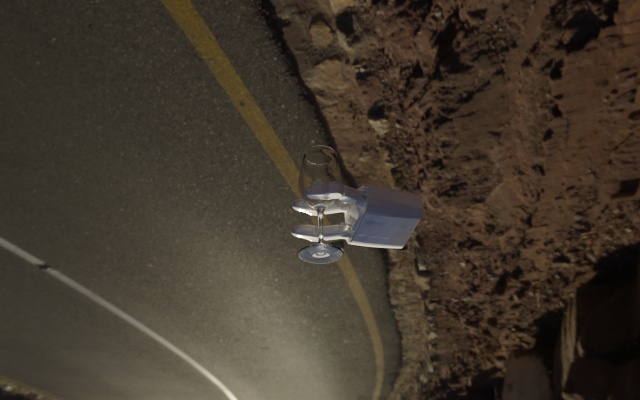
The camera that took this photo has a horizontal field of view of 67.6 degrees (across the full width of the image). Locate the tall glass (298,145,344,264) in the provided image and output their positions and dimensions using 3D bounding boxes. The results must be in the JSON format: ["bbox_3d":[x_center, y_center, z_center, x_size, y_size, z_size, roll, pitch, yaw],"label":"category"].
[{"bbox_3d":[0.000,0.003,0.828,0.079,0.201,0.079,-1,-30,0],"label":"tall glass"}]
